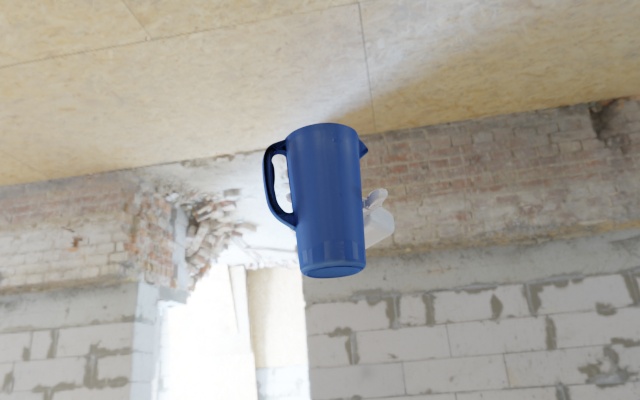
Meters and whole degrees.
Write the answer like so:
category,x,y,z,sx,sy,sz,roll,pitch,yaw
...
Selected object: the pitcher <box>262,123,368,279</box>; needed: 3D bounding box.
category,x,y,z,sx,sy,sz,roll,pitch,yaw
pitcher,0.000,0.003,0.802,0.149,0.242,0.145,-16,-23,28
